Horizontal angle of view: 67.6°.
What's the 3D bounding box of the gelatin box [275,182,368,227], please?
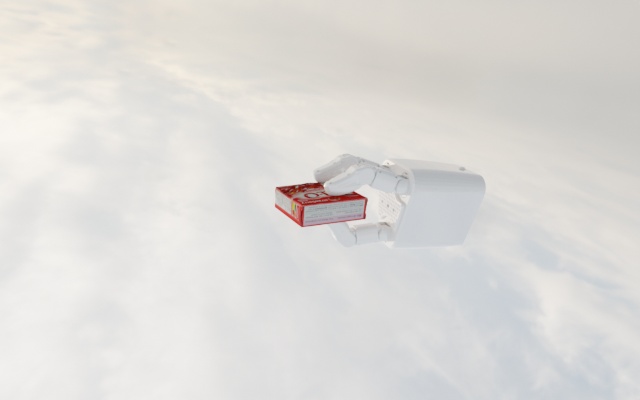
[{"bbox_3d":[0.000,0.002,0.568,0.089,0.030,0.073,-7,21,-28],"label":"gelatin box"}]
